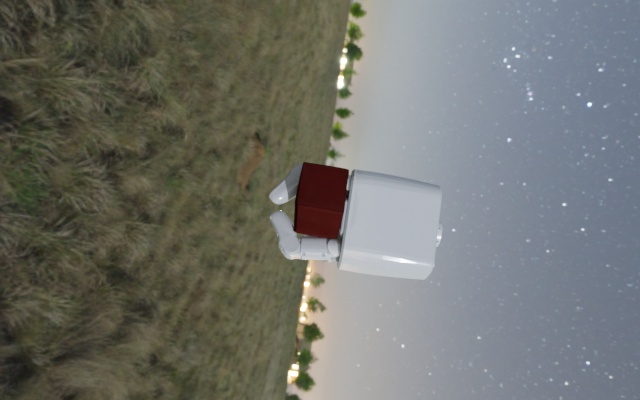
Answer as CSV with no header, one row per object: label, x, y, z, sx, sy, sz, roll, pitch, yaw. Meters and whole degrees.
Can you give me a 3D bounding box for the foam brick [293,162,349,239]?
foam brick,0.000,0.002,0.524,0.051,0.053,0.078,9,-26,1
